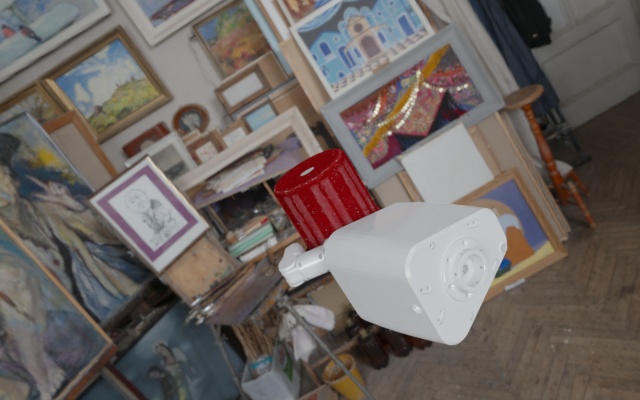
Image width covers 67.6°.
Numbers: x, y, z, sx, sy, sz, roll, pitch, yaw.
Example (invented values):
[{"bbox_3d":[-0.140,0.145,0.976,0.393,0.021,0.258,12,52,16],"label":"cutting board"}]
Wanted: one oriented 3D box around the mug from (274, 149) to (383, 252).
[{"bbox_3d":[-0.001,0.001,0.492,0.093,0.081,0.117,-41,21,-25],"label":"mug"}]
